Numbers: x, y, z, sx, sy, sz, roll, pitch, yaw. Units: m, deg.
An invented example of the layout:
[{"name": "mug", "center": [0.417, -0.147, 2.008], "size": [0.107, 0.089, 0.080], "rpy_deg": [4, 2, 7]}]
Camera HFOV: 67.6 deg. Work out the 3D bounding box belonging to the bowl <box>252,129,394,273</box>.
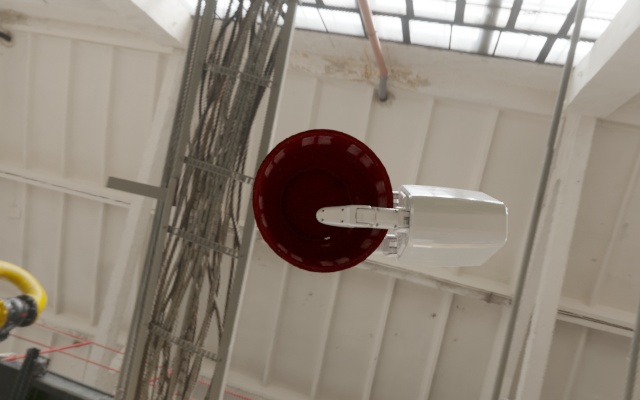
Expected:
[{"name": "bowl", "center": [-0.001, 0.001, 0.556], "size": [0.162, 0.162, 0.055], "rpy_deg": [0, -6, -12]}]
